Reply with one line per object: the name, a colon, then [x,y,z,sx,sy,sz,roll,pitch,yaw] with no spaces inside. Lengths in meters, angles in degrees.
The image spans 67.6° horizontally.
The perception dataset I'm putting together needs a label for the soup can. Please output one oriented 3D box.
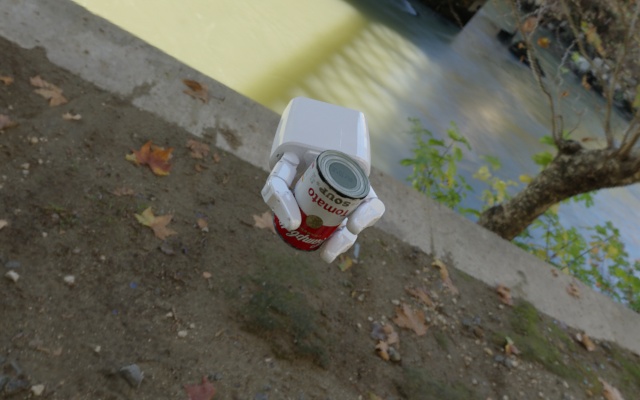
soup can: [0.000,0.002,0.525,0.068,0.068,0.102,0,-37,-39]
